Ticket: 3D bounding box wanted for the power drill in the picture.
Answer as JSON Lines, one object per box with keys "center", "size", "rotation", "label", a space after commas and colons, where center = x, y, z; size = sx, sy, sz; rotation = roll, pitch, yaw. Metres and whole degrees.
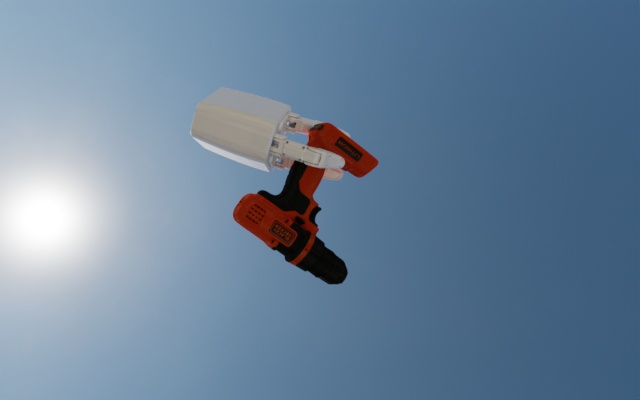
{"center": [0.000, 0.002, 0.664], "size": [0.184, 0.187, 0.057], "rotation": [37, -12, -16], "label": "power drill"}
